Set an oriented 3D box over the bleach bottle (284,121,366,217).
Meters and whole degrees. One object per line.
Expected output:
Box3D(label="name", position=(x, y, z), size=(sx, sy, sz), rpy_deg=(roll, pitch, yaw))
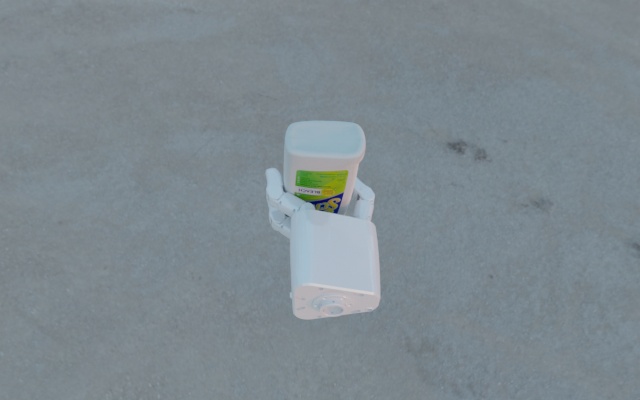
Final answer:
Box3D(label="bleach bottle", position=(0.000, 0.002, 0.674), size=(0.102, 0.068, 0.251), rpy_deg=(2, -39, -1))
